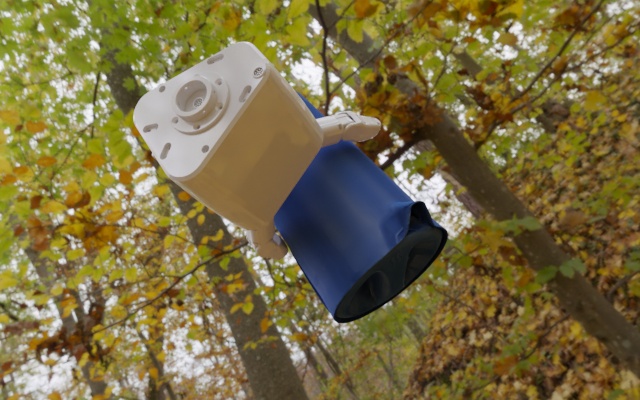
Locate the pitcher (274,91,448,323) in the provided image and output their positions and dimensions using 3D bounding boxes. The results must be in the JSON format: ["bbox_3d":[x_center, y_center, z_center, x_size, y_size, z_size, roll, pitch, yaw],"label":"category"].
[{"bbox_3d":[0.000,0.002,0.503,0.149,0.242,0.145,-42,-28,5],"label":"pitcher"}]
